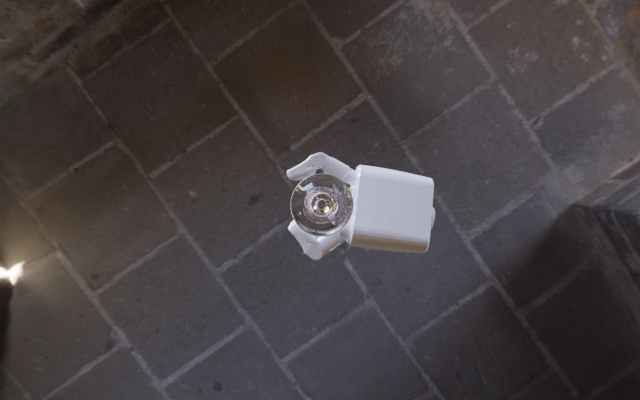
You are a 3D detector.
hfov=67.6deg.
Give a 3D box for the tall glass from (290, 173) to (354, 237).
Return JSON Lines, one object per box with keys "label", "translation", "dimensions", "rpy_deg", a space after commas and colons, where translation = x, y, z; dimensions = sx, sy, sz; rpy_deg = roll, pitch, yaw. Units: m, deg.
{"label": "tall glass", "translation": [0.000, 0.002, 0.655], "dimensions": [0.079, 0.079, 0.201], "rpy_deg": [0, 2, -1]}
